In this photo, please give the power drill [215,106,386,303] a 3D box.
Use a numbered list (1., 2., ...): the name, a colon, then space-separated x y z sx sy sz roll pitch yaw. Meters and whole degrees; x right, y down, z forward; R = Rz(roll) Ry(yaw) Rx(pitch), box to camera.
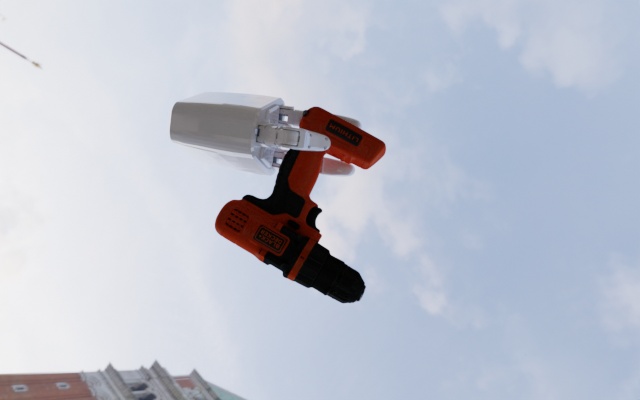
1. power drill: 0.000 0.001 0.546 0.184 0.187 0.057 30 -13 1
